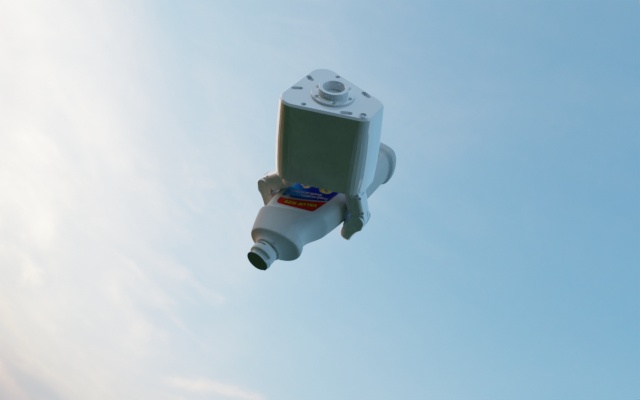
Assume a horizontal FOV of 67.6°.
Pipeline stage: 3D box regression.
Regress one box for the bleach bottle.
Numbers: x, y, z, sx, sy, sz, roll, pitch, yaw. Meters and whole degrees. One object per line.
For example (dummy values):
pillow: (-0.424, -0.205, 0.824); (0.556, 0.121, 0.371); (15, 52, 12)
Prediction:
bleach bottle: (0.000, 0.002, 0.622); (0.102, 0.068, 0.250); (26, 48, 19)
